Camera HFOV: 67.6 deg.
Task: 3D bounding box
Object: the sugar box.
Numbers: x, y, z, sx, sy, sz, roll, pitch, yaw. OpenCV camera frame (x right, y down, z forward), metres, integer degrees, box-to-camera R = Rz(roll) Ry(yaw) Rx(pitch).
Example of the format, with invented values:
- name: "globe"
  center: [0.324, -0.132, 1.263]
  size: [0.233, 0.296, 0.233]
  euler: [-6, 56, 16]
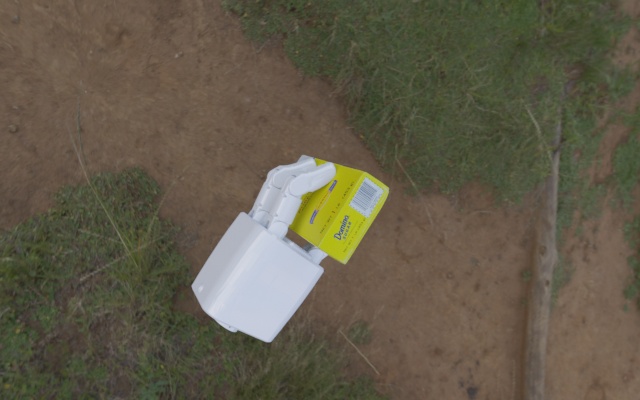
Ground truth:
- name: "sugar box"
  center: [0.000, 0.002, 0.560]
  size: [0.048, 0.093, 0.176]
  euler: [35, -5, -28]
